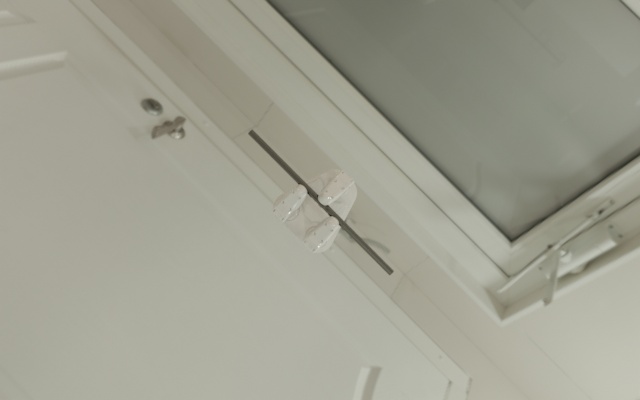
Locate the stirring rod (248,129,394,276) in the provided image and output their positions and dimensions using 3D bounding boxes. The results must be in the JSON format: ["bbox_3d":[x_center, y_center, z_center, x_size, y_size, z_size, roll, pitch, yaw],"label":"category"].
[{"bbox_3d":[0.000,0.002,0.574,0.011,0.239,0.011,-45,-2,-2],"label":"stirring rod"}]
